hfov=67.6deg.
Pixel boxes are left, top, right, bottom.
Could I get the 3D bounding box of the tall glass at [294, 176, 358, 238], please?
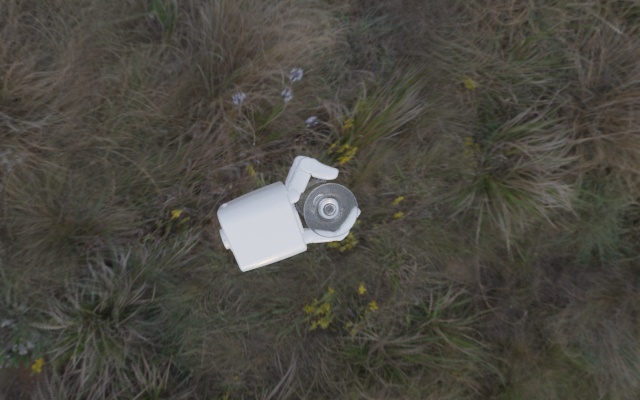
[{"bbox_3d":[0.000,0.003,0.740,0.079,0.079,0.201,0,7,-8],"label":"tall glass"}]
